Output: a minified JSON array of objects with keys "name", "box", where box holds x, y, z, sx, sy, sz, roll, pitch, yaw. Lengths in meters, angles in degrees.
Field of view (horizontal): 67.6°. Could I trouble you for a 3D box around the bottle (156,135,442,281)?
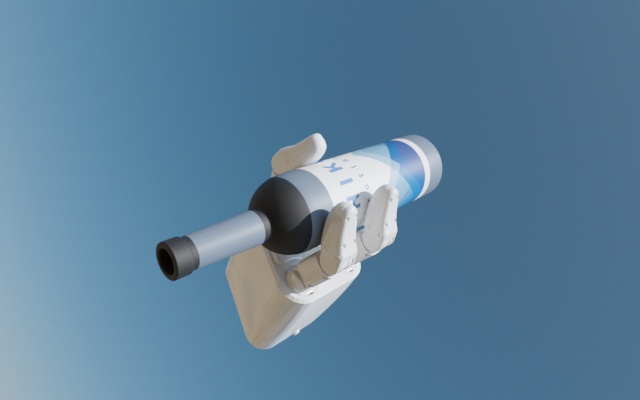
[{"name":"bottle","box":[0.000,0.001,0.411,0.069,0.069,0.295,0,15,45]}]
